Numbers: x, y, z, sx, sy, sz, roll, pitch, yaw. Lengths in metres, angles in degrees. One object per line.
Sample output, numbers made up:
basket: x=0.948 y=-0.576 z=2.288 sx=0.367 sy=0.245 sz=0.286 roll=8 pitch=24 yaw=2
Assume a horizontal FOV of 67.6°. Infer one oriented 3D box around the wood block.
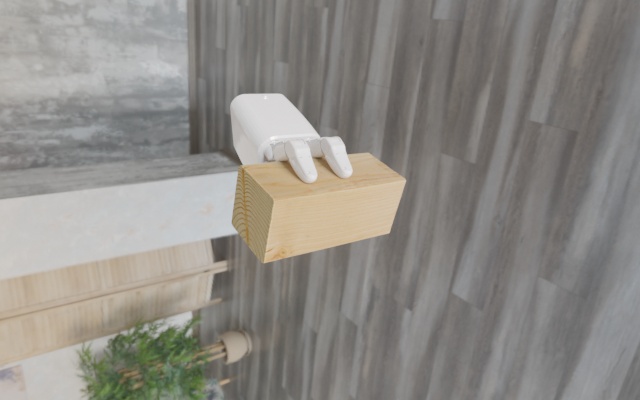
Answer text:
wood block: x=0.000 y=0.002 z=0.627 sx=0.206 sy=0.091 sz=0.090 roll=-10 pitch=36 yaw=-35
